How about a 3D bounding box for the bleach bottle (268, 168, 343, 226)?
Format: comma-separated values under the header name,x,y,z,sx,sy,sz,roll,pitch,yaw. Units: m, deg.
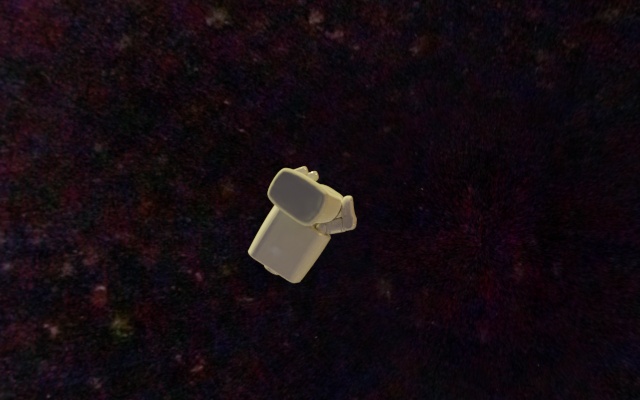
name,x,y,z,sx,sy,sz,roll,pitch,yaw
bleach bottle,0.000,0.003,0.859,0.102,0.068,0.251,34,6,18
